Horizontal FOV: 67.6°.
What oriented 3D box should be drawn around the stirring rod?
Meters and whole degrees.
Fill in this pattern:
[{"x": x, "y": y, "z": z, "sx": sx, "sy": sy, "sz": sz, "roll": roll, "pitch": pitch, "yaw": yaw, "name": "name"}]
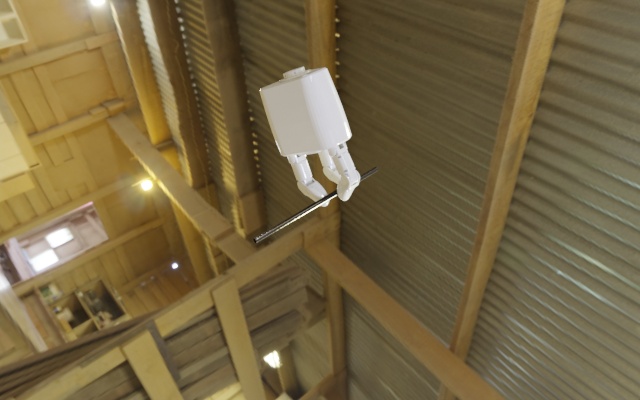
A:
[{"x": 0.000, "y": 0.002, "z": 0.717, "sx": 0.239, "sy": 0.011, "sz": 0.011, "roll": -31, "pitch": 16, "yaw": -29, "name": "stirring rod"}]
